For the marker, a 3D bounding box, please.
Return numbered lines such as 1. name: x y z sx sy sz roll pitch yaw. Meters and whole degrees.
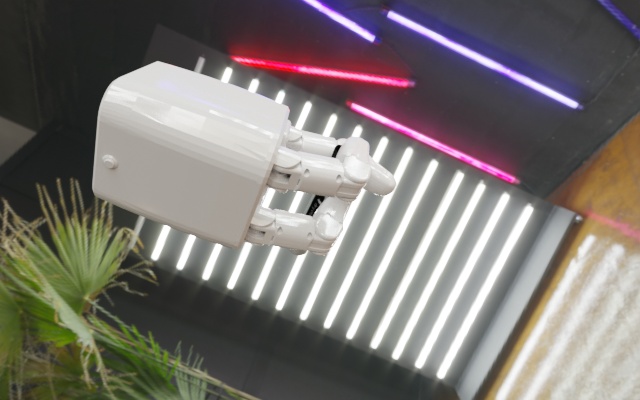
1. marker: 0.000 0.001 0.400 0.020 0.121 0.020 16 39 -14
